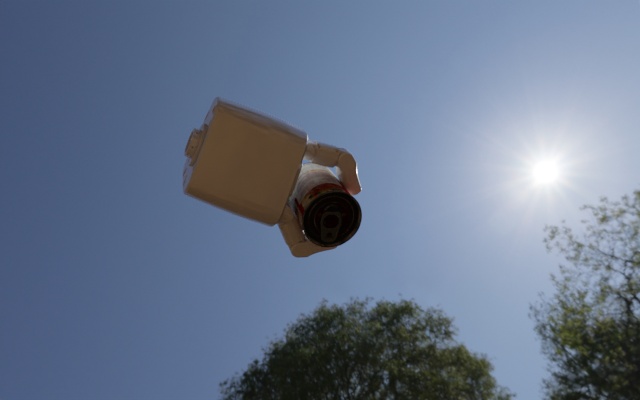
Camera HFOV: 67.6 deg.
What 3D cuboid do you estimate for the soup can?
[{"bbox_3d":[0.000,0.002,0.563,0.068,0.068,0.102,0,23,-16],"label":"soup can"}]
